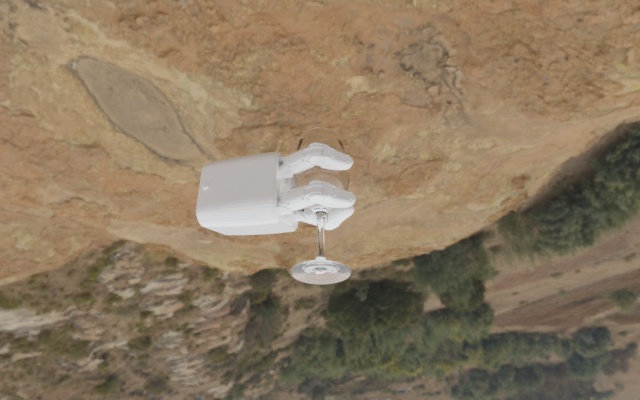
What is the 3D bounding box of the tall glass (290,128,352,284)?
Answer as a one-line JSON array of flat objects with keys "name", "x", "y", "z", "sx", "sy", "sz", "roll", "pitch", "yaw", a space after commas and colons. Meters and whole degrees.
[{"name": "tall glass", "x": 0.000, "y": 0.003, "z": 0.625, "sx": 0.079, "sy": 0.201, "sz": 0.079, "roll": 0, "pitch": -30, "yaw": 0}]
